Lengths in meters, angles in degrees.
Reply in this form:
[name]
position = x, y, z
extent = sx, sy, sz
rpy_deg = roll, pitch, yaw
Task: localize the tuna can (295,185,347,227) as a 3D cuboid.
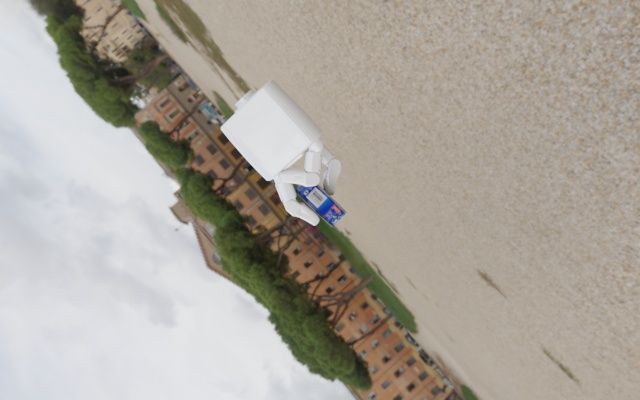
[tuna can]
position = 0.000, 0.003, 0.765
extent = 0.086, 0.034, 0.086
rpy_deg = 44, -1, 1
